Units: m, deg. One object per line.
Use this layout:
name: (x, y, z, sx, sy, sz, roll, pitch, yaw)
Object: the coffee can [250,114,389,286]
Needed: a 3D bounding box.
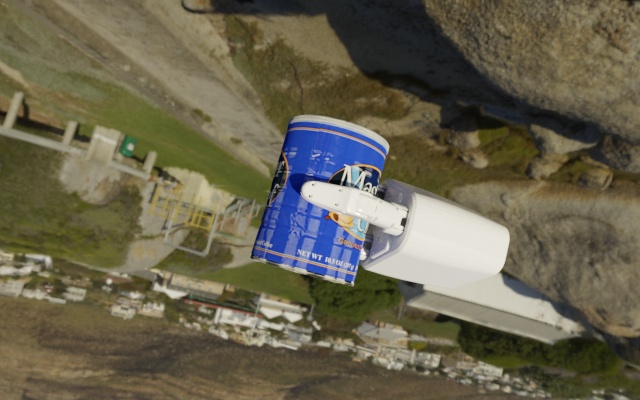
coffee can: (0.000, 0.001, 0.464, 0.103, 0.140, 0.103, 15, -7, 2)
